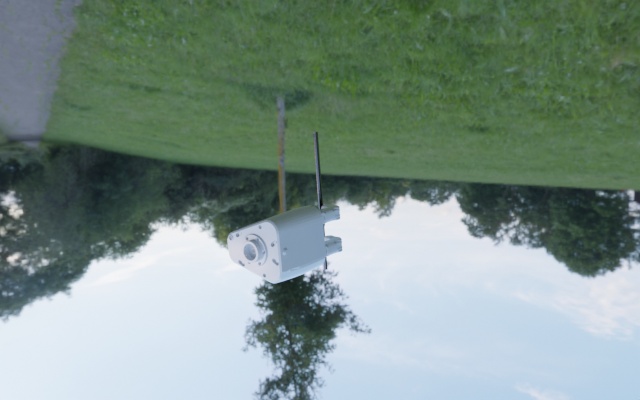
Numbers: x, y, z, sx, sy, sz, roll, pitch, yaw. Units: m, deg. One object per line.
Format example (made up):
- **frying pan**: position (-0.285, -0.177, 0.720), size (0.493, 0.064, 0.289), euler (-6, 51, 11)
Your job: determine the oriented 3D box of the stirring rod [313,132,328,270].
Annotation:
- **stirring rod**: position (0.000, 0.003, 0.826), size (0.011, 0.239, 0.011), euler (-4, 8, 1)
